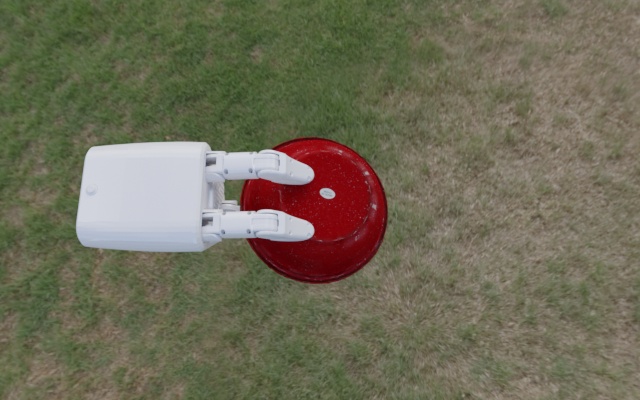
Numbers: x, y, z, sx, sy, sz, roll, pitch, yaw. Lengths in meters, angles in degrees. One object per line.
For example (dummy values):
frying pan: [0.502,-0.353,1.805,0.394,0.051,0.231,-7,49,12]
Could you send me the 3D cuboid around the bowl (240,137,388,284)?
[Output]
bowl: [0.001,0.001,0.487,0.162,0.162,0.055,0,-14,-12]
